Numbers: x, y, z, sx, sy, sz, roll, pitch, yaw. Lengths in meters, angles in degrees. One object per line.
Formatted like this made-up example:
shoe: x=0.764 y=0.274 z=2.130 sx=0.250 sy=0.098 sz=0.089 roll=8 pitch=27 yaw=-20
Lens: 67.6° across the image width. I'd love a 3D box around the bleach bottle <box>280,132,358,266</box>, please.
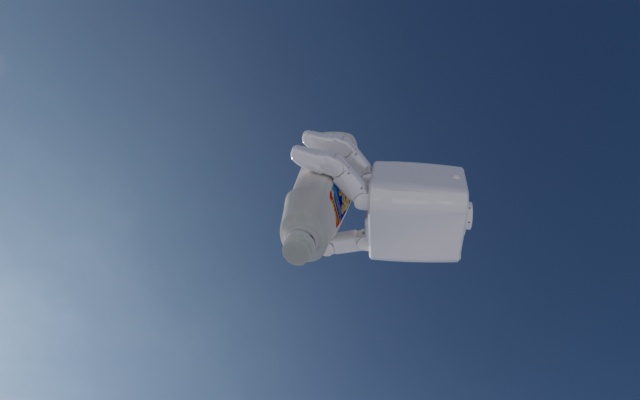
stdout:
bleach bottle: x=0.000 y=0.002 z=0.568 sx=0.068 sy=0.103 sz=0.250 roll=2 pitch=27 yaw=11
